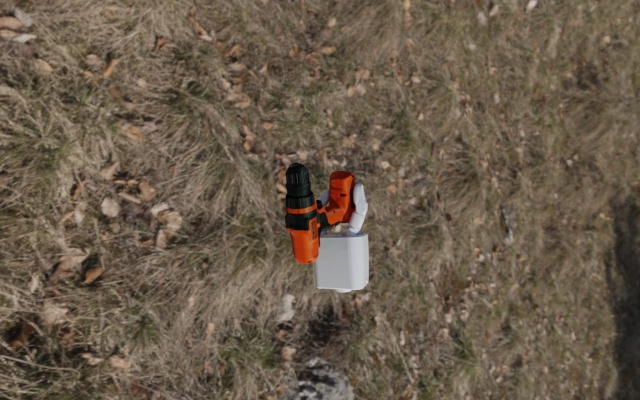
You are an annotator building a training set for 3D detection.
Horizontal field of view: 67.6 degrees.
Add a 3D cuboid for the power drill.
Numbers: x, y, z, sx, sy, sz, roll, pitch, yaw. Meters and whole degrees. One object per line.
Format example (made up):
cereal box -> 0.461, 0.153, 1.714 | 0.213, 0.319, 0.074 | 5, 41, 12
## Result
power drill -> 0.000, 0.003, 0.894 | 0.057, 0.184, 0.187 | 8, 22, 31
